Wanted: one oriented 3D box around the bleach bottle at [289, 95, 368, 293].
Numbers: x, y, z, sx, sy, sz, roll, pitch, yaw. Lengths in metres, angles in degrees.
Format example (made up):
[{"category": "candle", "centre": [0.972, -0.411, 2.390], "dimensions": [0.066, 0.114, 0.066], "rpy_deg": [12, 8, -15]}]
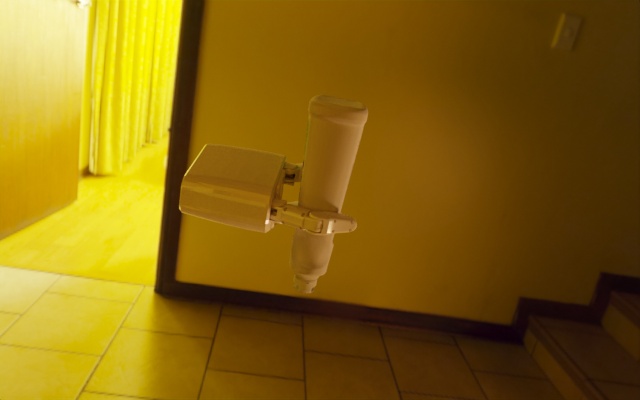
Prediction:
[{"category": "bleach bottle", "centre": [0.000, 0.002, 0.591], "dimensions": [0.068, 0.251, 0.102], "rpy_deg": [11, 17, 1]}]
